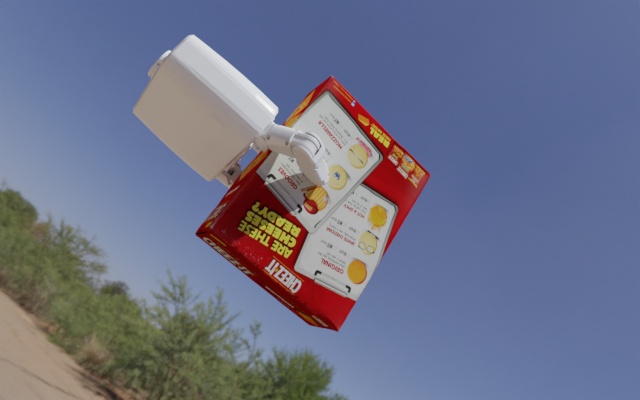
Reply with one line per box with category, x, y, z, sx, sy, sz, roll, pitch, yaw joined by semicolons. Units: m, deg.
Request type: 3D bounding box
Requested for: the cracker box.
cracker box;0.000;0.002;0.511;0.164;0.213;0.072;42;-25;-15
